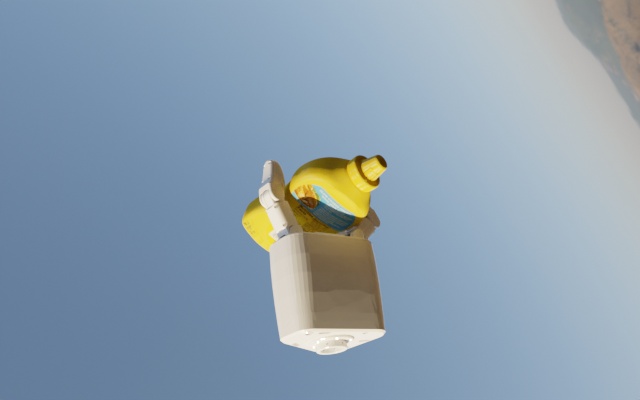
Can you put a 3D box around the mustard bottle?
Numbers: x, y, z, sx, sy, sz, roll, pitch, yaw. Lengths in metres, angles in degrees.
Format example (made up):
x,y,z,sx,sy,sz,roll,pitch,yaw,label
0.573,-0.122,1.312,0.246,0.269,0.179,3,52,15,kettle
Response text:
x,y,z,sx,sy,sz,roll,pitch,yaw,label
0.000,0.002,0.559,0.096,0.058,0.192,40,-51,-22,mustard bottle
